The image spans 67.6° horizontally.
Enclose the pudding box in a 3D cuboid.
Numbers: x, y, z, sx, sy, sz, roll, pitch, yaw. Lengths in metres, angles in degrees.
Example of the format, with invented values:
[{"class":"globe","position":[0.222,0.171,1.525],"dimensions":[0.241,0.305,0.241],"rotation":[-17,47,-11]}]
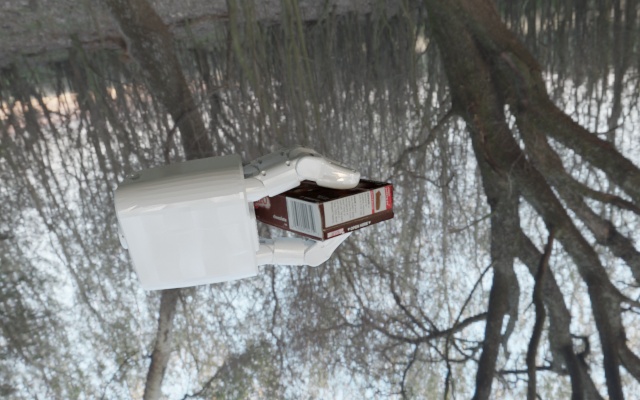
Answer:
[{"class":"pudding box","position":[0.000,0.002,0.458],"dimensions":[0.090,0.039,0.113],"rotation":[-16,20,-36]}]
